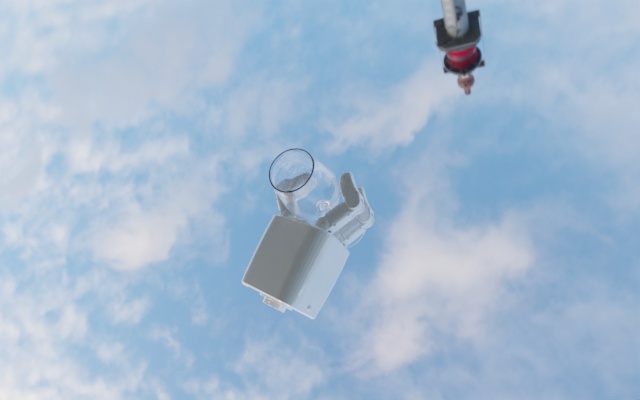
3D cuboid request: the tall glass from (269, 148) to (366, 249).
[{"bbox_3d":[0.000,0.002,0.669,0.079,0.079,0.201,0,-24,24],"label":"tall glass"}]
